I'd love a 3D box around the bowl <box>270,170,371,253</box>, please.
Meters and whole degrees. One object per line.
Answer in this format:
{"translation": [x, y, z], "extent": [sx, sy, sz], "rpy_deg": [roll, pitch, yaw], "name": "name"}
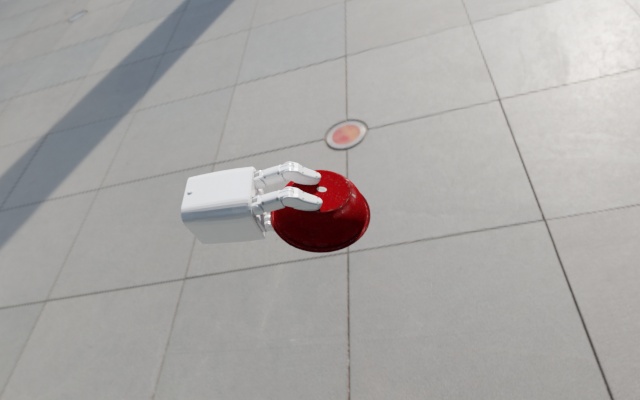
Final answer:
{"translation": [0.001, 0.002, 0.748], "extent": [0.162, 0.162, 0.055], "rpy_deg": [0, -44, -1], "name": "bowl"}
